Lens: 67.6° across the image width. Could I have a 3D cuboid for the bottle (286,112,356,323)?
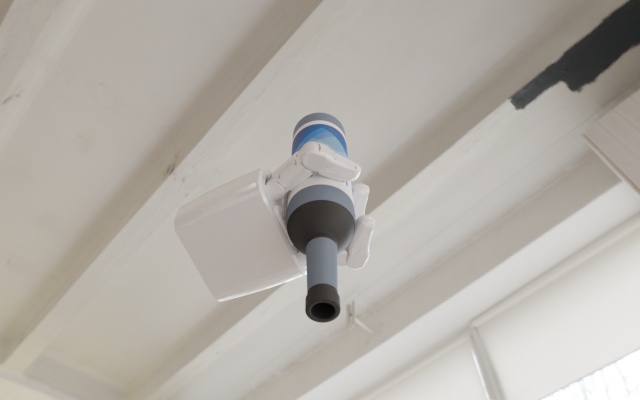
[{"bbox_3d":[0.000,0.001,0.486,0.069,0.069,0.295,0,34,-1],"label":"bottle"}]
